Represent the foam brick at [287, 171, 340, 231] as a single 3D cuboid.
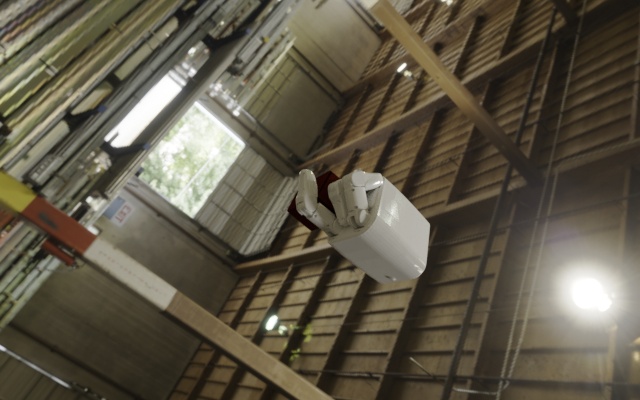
[{"bbox_3d":[0.000,0.002,0.678,0.051,0.053,0.078,41,-33,-19],"label":"foam brick"}]
